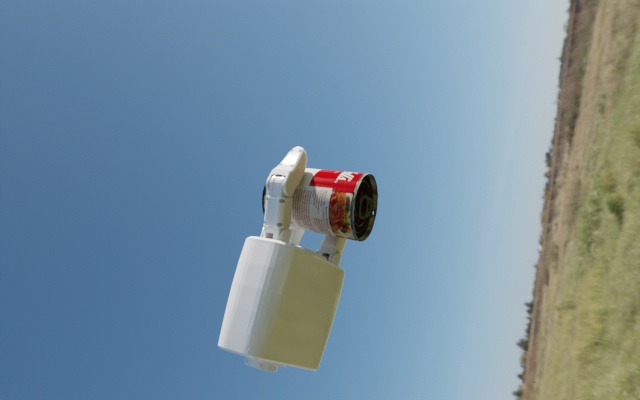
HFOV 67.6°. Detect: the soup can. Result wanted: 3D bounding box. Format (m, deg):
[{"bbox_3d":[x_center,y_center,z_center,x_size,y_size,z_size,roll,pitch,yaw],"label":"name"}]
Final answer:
[{"bbox_3d":[0.000,0.001,0.492,0.102,0.068,0.068,7,3,25],"label":"soup can"}]
